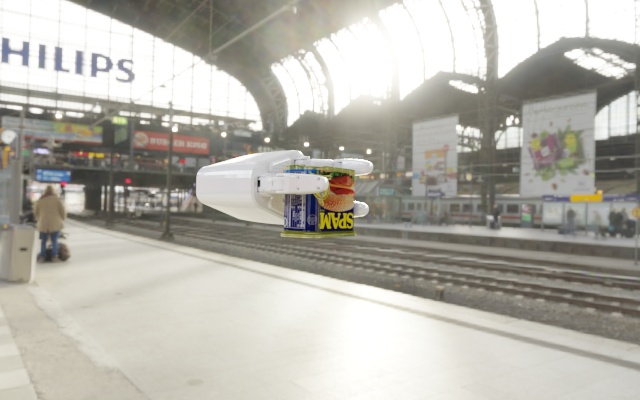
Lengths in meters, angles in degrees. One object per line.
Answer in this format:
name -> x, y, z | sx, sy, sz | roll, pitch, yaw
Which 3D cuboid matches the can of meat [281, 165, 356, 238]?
can of meat -> 0.000, 0.002, 0.583 | 0.057, 0.084, 0.102 | 1, -1, 38
